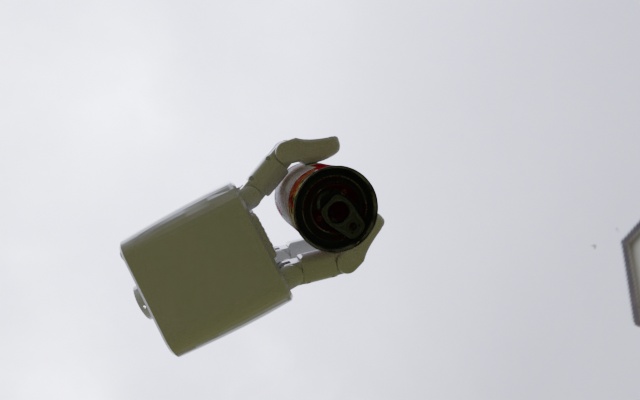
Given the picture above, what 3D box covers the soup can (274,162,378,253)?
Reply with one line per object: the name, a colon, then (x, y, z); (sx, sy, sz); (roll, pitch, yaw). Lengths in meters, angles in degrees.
soup can: (0.000, 0.001, 0.413); (0.068, 0.068, 0.102); (0, 7, -14)
